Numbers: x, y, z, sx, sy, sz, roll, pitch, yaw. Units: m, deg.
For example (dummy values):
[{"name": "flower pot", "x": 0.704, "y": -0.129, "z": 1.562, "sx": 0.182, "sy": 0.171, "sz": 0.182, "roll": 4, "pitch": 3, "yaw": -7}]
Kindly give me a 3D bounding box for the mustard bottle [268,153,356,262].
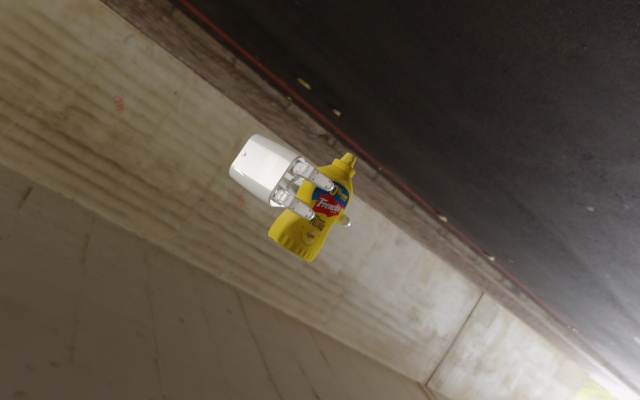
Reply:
[{"name": "mustard bottle", "x": 0.000, "y": 0.003, "z": 0.801, "sx": 0.096, "sy": 0.191, "sz": 0.058, "roll": 37, "pitch": -5, "yaw": -39}]
